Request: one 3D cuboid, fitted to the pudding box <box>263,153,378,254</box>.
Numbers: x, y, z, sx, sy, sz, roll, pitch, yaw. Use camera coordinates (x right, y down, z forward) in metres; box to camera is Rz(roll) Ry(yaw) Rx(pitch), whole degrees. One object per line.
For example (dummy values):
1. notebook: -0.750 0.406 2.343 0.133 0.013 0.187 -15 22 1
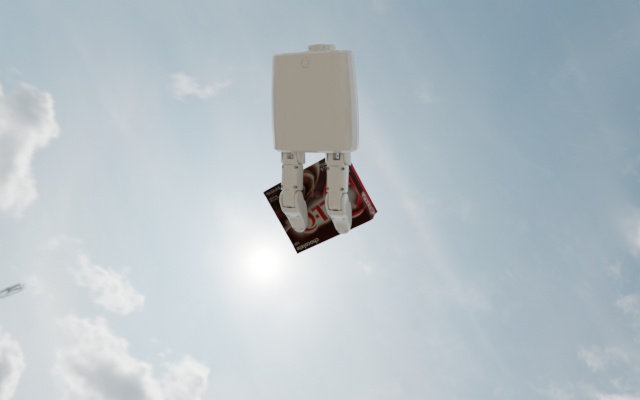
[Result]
1. pudding box: 0.000 0.002 0.585 0.113 0.090 0.039 -27 4 25
